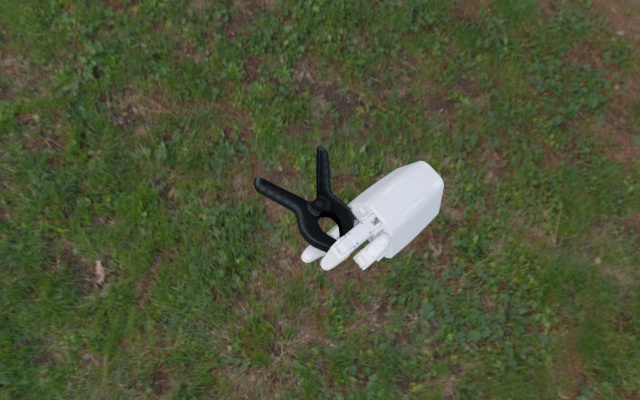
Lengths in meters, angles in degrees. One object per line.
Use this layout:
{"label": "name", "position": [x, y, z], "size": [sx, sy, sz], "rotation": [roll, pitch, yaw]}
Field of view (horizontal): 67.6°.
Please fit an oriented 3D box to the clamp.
{"label": "clamp", "position": [0.000, 0.002, 0.679], "size": [0.120, 0.171, 0.039], "rotation": [-38, -11, -15]}
